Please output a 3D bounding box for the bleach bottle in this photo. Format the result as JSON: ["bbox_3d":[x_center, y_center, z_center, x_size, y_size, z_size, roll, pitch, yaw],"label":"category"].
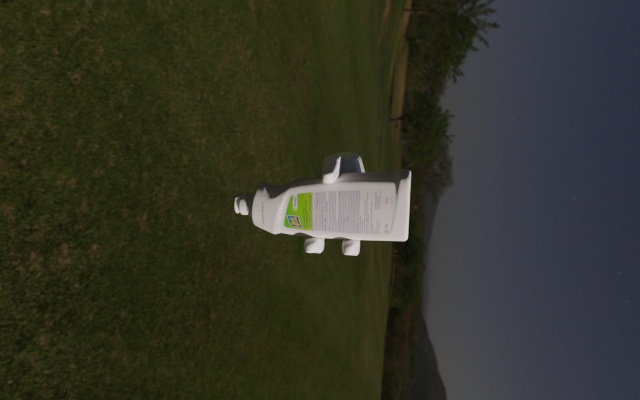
[{"bbox_3d":[0.000,0.002,0.685,0.251,0.102,0.068,3,12,10],"label":"bleach bottle"}]
